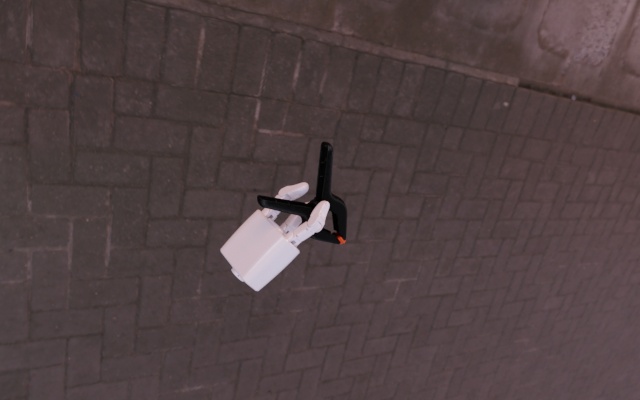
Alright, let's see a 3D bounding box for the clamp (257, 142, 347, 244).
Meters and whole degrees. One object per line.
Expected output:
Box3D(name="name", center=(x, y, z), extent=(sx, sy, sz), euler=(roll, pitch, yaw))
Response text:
Box3D(name="clamp", center=(0.001, 0.004, 0.889), extent=(0.210, 0.164, 0.036), euler=(48, -5, -38))
